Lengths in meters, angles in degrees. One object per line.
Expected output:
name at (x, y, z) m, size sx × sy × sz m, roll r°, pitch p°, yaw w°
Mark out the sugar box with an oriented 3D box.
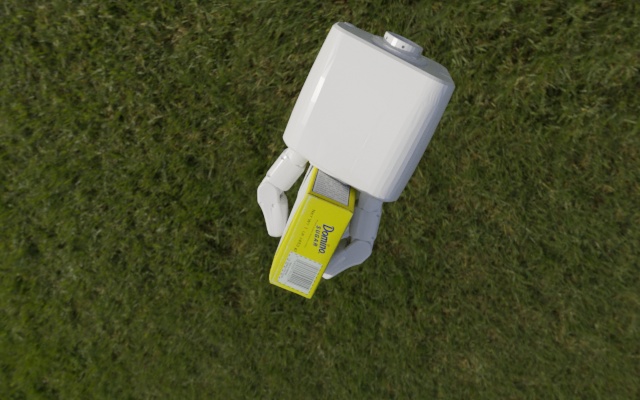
sugar box at (0.001, 0.002, 0.455) m, size 0.048 × 0.093 × 0.176 m, roll 24°, pitch 27°, yaw -3°
